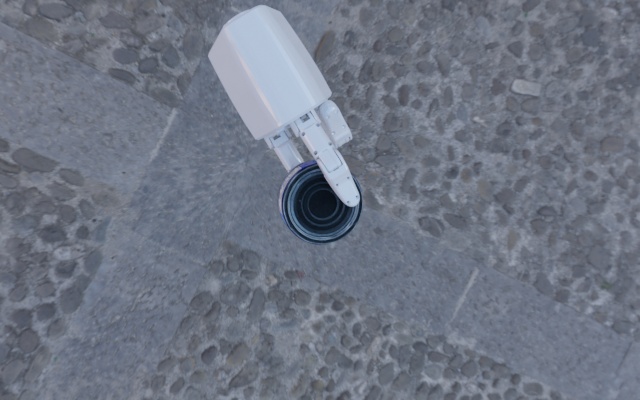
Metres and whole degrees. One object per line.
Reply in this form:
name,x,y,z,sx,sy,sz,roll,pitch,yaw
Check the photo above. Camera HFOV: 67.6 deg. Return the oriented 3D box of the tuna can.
tuna can,0.000,0.002,0.492,0.086,0.086,0.033,0,9,-12
